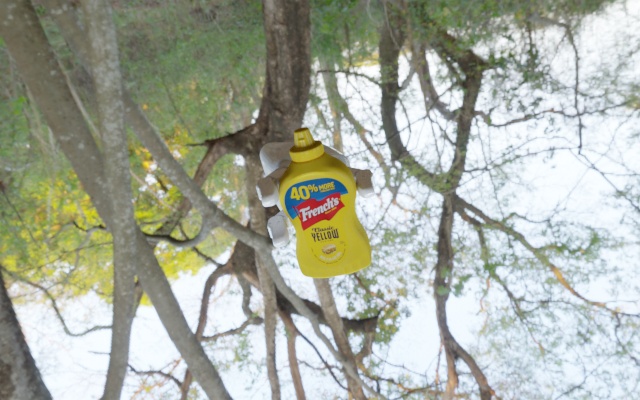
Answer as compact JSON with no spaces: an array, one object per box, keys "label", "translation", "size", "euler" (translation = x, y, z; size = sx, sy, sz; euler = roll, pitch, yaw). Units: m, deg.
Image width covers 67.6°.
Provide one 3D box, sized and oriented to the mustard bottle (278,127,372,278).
[{"label":"mustard bottle","translation":[0.000,0.002,0.595],"size":[0.096,0.192,0.058],"euler":[-10,23,11]}]
